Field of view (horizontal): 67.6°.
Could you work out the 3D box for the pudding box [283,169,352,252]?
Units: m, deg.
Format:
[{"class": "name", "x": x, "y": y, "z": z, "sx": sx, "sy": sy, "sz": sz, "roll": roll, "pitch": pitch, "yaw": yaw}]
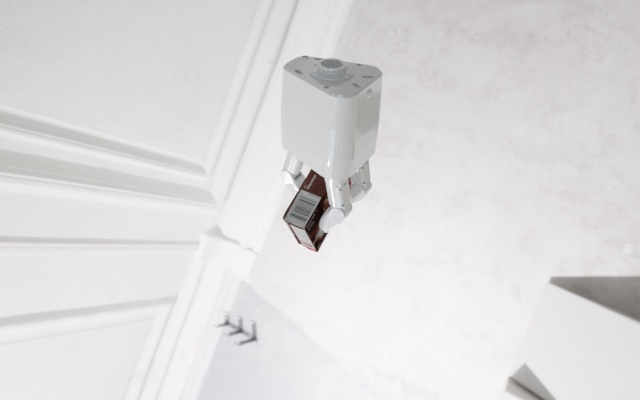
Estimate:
[{"class": "pudding box", "x": 0.000, "y": 0.002, "z": 0.643, "sx": 0.039, "sy": 0.113, "sz": 0.090, "roll": 25, "pitch": -18, "yaw": 22}]
